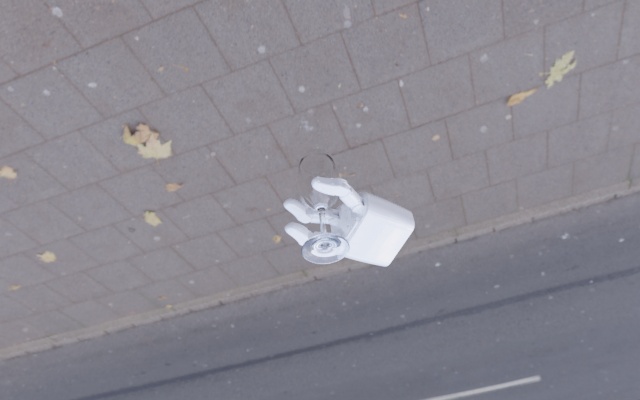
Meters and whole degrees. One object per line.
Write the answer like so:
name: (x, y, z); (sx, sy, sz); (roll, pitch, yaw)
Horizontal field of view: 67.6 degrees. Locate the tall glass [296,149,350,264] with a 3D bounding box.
tall glass: (0.000, 0.003, 0.793); (0.079, 0.200, 0.079); (-3, -43, -3)
